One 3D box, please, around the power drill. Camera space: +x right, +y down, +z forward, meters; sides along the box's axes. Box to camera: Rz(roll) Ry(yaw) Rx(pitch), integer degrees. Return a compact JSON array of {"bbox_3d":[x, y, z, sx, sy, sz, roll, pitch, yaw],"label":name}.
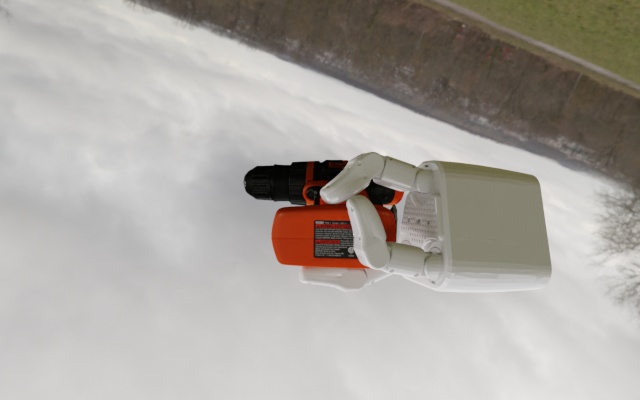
[{"bbox_3d":[0.000,0.002,0.484,0.184,0.057,0.187,-1,20,3],"label":"power drill"}]
